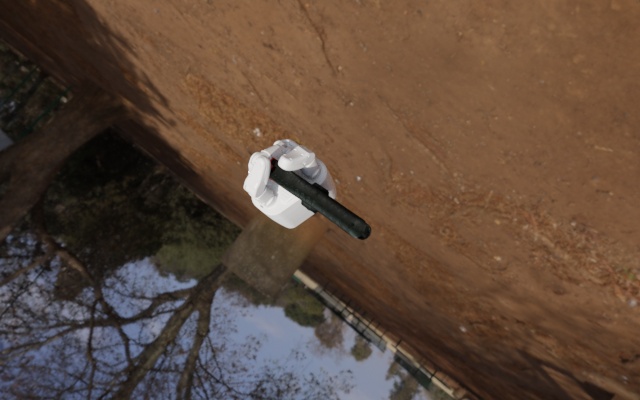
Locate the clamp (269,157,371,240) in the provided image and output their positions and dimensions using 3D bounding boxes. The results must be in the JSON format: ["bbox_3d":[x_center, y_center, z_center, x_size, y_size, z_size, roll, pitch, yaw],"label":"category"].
[{"bbox_3d":[0.000,0.002,0.644,0.171,0.039,0.120,37,-5,20],"label":"clamp"}]
